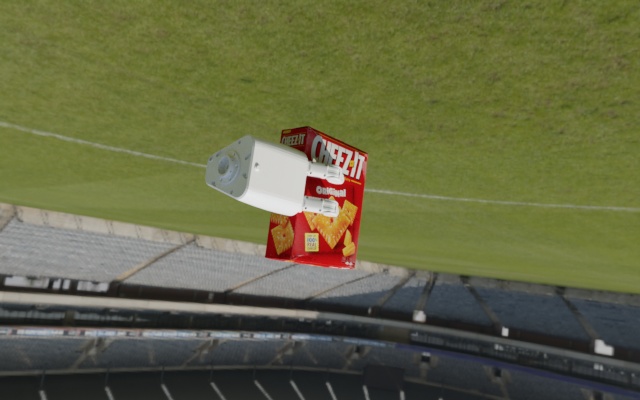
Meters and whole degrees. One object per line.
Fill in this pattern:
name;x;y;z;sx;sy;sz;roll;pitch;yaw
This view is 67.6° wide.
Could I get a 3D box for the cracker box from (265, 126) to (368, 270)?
cracker box;0.000;0.003;0.805;0.072;0.213;0.164;0;-11;42
